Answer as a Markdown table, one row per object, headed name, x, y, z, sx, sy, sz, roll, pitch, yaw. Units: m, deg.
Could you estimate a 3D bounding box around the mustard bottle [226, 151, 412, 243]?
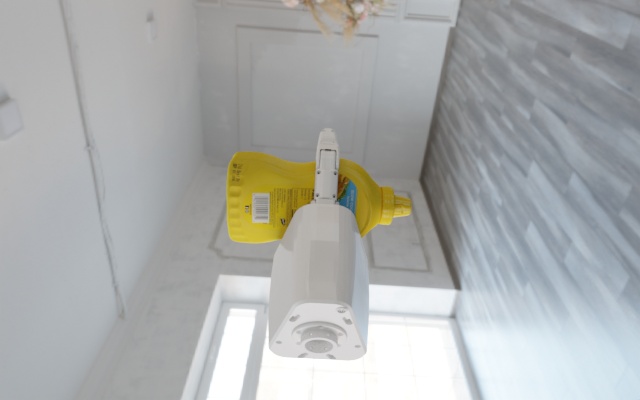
| name | x | y | z | sx | sy | sz | roll | pitch | yaw |
| --- | --- | --- | --- | --- | --- | --- | --- | --- | --- |
| mustard bottle | 0.000 | 0.001 | 0.507 | 0.191 | 0.096 | 0.058 | 3 | 22 | -1 |
